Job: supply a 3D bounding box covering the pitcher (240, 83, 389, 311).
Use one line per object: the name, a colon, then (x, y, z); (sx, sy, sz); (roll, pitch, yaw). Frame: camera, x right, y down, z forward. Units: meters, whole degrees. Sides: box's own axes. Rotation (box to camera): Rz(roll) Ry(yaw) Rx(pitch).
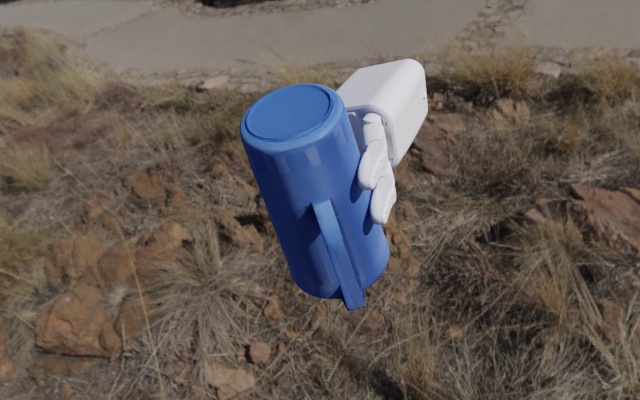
pitcher: (0.000, 0.002, 0.540); (0.149, 0.145, 0.243); (17, -36, 31)
